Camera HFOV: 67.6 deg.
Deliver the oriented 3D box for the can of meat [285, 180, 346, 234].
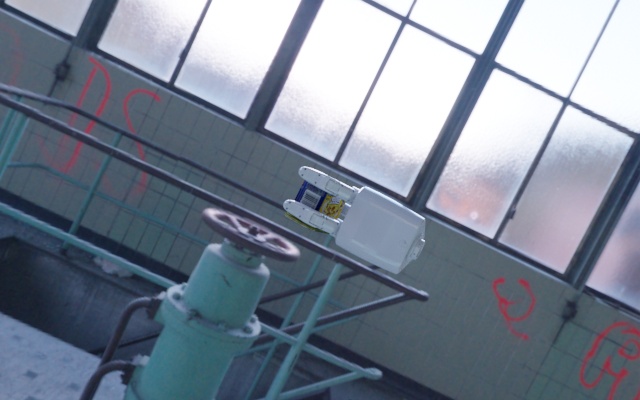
[{"bbox_3d":[0.000,0.002,0.762,0.057,0.084,0.102,29,4,25],"label":"can of meat"}]
